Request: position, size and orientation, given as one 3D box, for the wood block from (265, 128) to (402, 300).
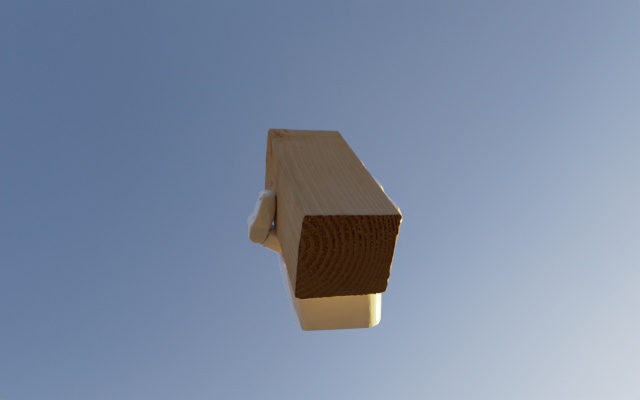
[{"bbox_3d":[0.000,0.002,0.506,0.091,0.090,0.206,-1,28,-15],"label":"wood block"}]
